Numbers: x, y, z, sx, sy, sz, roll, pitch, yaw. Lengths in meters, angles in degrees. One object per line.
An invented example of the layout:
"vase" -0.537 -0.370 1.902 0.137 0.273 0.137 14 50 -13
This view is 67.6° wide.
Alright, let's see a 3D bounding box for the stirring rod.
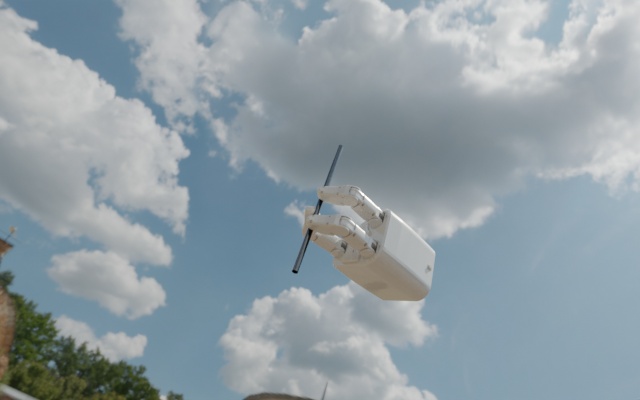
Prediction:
"stirring rod" 0.000 0.002 0.668 0.011 0.239 0.011 12 -41 10
